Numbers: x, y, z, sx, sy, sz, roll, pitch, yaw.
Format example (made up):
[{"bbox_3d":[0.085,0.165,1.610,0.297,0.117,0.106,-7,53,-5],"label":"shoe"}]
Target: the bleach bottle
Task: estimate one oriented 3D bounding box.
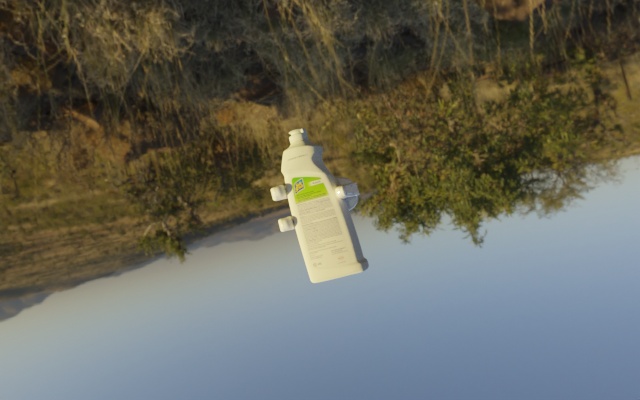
[{"bbox_3d":[0.000,0.003,0.792,0.102,0.251,0.068,-15,-2,6],"label":"bleach bottle"}]
